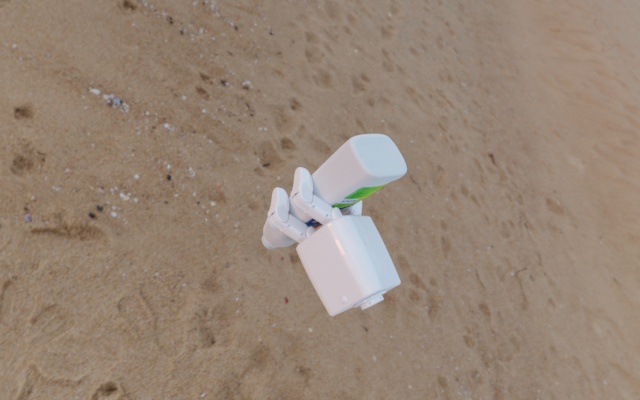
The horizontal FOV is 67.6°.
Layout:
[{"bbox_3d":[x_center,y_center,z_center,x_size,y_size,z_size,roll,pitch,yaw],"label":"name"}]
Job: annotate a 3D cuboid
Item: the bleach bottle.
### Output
[{"bbox_3d":[0.000,0.002,0.687,0.102,0.068,0.251,-10,-22,-48],"label":"bleach bottle"}]
